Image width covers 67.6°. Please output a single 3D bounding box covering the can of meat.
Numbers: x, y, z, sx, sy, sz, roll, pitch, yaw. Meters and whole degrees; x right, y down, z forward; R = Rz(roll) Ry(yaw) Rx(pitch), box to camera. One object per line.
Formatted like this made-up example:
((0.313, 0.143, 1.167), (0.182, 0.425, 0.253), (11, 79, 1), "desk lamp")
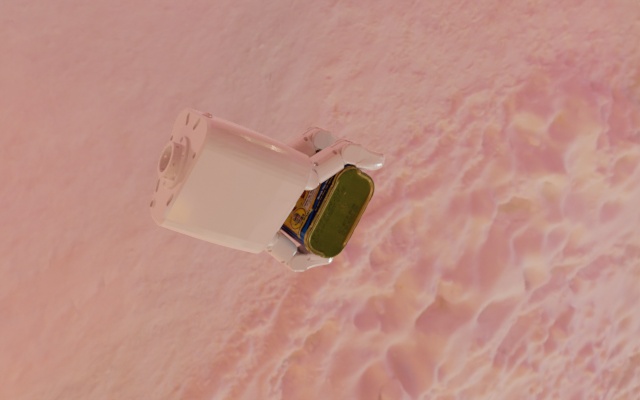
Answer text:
((0.000, 0.002, 0.509), (0.057, 0.102, 0.084), (25, 3, -36), "can of meat")
